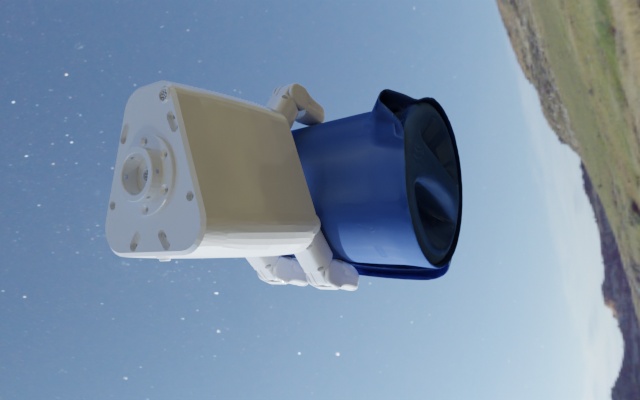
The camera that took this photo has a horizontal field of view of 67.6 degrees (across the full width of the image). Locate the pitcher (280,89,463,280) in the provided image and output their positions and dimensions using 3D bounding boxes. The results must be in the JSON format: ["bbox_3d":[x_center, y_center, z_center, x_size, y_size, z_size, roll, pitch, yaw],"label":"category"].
[{"bbox_3d":[0.000,0.001,0.438,0.243,0.149,0.145,-4,-5,33],"label":"pitcher"}]
